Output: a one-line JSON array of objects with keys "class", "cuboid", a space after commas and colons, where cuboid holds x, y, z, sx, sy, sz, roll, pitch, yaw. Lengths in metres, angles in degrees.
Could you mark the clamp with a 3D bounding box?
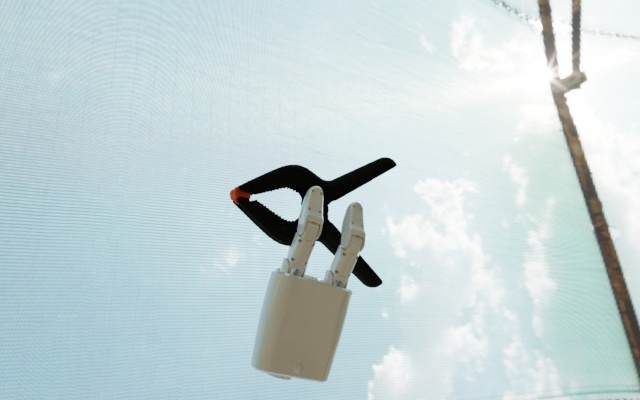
[{"class": "clamp", "cuboid": [-0.001, 0.002, 0.570, 0.210, 0.164, 0.036, 18, -12, -22]}]
